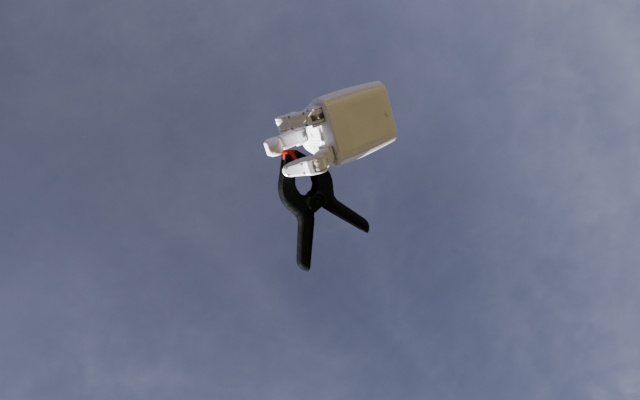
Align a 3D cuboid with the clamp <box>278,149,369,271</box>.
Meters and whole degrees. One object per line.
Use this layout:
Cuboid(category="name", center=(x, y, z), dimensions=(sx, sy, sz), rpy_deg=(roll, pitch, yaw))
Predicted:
Cuboid(category="clamp", center=(0.000, 0.002, 0.674), dimensions=(0.120, 0.171, 0.039), rpy_deg=(-24, 17, -25))
